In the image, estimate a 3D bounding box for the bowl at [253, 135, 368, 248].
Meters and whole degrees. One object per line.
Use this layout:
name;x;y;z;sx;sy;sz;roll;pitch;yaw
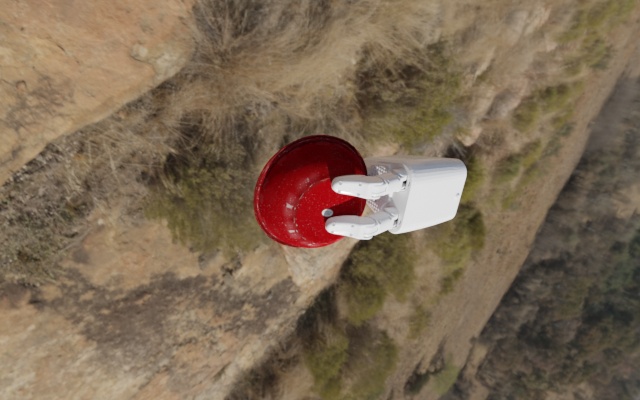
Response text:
bowl;-0.001;0.003;0.602;0.162;0.162;0.055;0;26;-25
